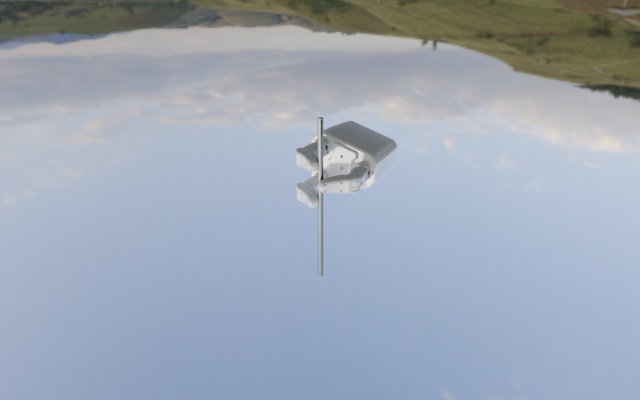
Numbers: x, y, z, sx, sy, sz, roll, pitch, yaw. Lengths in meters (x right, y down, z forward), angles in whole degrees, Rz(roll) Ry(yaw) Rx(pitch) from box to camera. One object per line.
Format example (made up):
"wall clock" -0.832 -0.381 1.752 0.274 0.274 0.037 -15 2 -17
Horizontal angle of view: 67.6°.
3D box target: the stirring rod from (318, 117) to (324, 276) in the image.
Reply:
"stirring rod" 0.000 0.002 0.674 0.011 0.240 0.011 0 24 0
